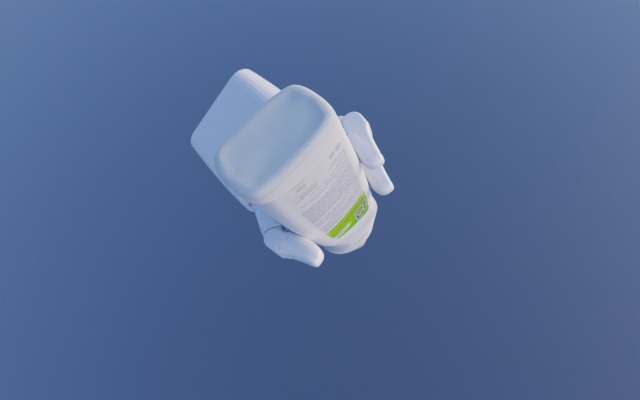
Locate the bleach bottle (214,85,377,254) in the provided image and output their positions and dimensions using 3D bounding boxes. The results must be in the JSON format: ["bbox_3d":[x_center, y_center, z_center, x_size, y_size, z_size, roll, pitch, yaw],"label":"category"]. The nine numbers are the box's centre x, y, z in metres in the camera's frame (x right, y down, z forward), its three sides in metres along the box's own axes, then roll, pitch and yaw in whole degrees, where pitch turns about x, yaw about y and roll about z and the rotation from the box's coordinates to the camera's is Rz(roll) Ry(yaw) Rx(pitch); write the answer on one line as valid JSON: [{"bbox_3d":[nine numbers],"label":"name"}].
[{"bbox_3d":[0.000,0.001,0.467,0.068,0.102,0.251,42,-6,29],"label":"bleach bottle"}]
